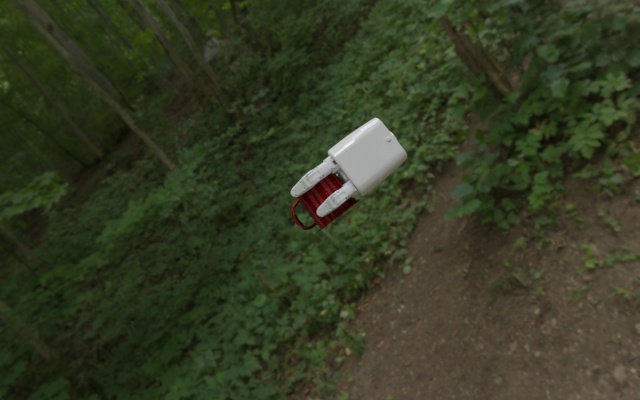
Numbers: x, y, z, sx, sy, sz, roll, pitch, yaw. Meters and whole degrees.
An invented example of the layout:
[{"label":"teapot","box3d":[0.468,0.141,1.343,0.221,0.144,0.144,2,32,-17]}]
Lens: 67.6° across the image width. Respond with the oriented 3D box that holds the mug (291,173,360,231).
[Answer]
[{"label":"mug","box3d":[-0.001,0.004,0.860,0.117,0.081,0.093,-37,-3,-3]}]
